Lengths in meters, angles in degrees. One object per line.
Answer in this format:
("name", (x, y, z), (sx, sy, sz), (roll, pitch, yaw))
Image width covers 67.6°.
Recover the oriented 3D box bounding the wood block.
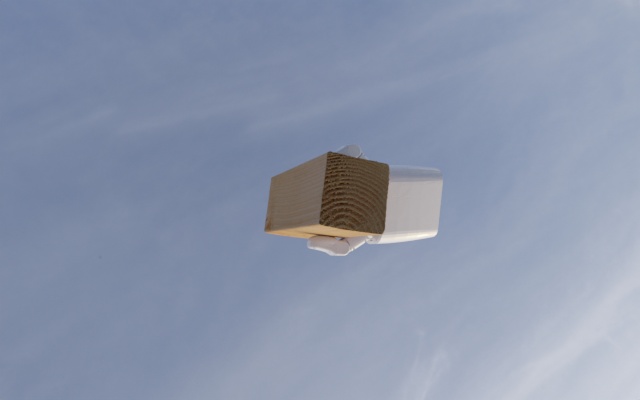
("wood block", (0.000, 0.003, 0.661), (0.090, 0.091, 0.206), (10, -10, -23))
